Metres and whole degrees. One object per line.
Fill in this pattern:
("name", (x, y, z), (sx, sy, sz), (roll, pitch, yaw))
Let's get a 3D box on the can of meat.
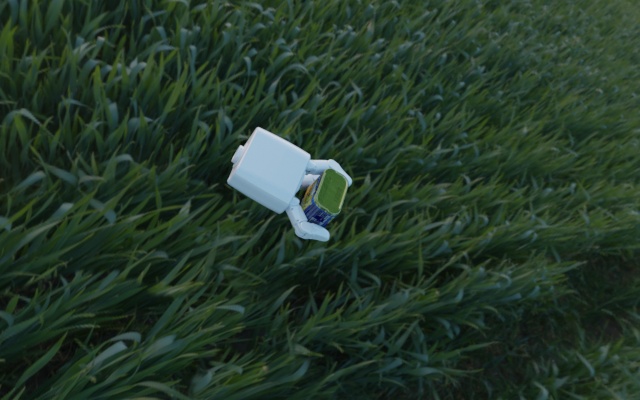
("can of meat", (0.000, 0.003, 0.843), (0.057, 0.102, 0.084), (31, -43, -13))
